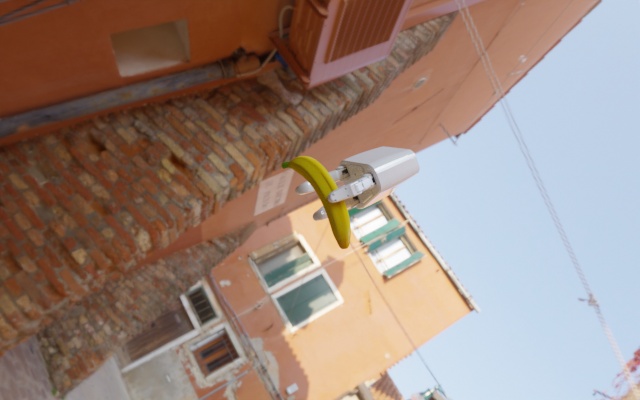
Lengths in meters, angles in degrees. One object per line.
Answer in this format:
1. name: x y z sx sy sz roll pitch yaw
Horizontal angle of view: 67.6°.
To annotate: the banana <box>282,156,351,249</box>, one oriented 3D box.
1. banana: 0.005 -0.010 0.835 0.037 0.197 0.070 -23 -20 -36
